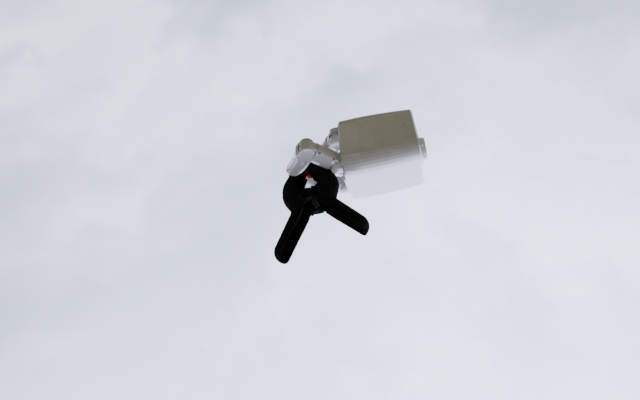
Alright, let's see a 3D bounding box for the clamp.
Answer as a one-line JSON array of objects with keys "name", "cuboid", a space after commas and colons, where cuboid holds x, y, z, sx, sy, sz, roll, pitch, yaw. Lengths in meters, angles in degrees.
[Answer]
[{"name": "clamp", "cuboid": [0.000, 0.002, 0.624, 0.120, 0.171, 0.039, -10, -44, 8]}]
